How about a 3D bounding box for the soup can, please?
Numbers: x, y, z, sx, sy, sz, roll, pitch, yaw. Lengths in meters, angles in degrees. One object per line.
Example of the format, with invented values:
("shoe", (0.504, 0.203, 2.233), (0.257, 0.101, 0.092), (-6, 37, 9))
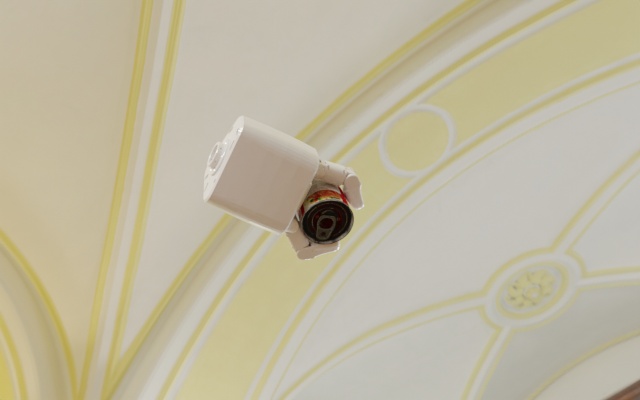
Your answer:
("soup can", (0.001, 0.002, 0.640), (0.068, 0.068, 0.102), (0, 31, -12))
